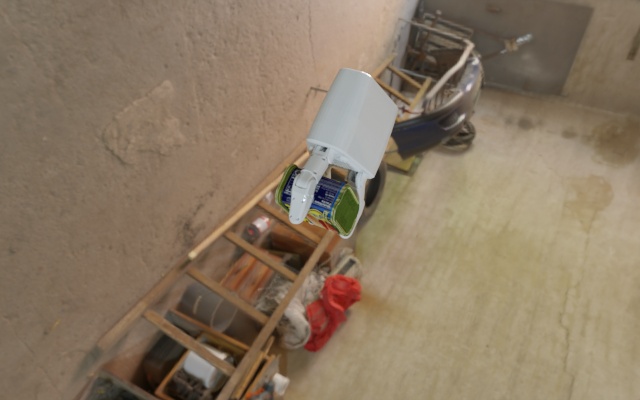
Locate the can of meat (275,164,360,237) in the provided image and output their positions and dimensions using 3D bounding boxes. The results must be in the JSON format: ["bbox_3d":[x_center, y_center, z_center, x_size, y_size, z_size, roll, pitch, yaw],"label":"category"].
[{"bbox_3d":[0.000,0.002,0.631,0.084,0.057,0.102,19,-13,21],"label":"can of meat"}]
